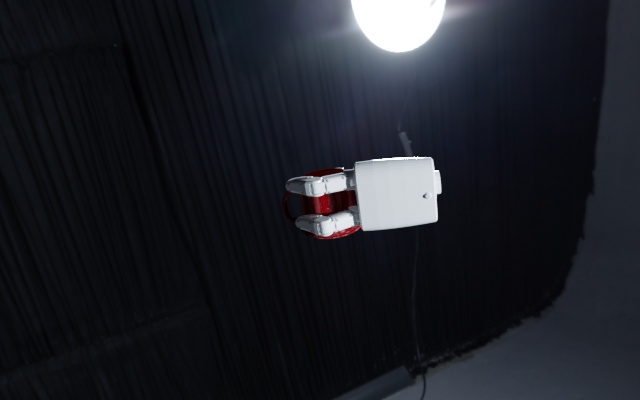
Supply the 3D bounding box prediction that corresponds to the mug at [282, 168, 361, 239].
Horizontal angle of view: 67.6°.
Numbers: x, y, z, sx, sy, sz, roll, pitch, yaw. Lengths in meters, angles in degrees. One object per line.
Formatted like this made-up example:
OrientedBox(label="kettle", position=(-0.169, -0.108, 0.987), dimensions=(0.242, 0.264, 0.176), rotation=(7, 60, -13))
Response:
OrientedBox(label="mug", position=(-0.001, 0.002, 0.715), dimensions=(0.117, 0.081, 0.093), rotation=(-5, 20, 9))
